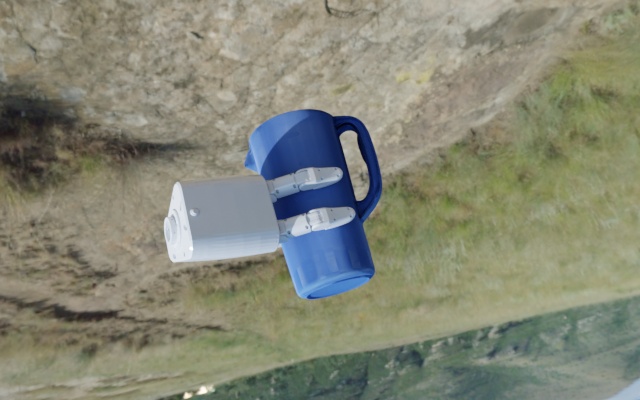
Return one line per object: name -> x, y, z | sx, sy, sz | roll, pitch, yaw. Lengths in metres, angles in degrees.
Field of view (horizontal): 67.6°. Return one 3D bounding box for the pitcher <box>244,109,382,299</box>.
pitcher -> 0.000, 0.002, 0.661 | 0.145, 0.242, 0.149 | -4, -24, -32
